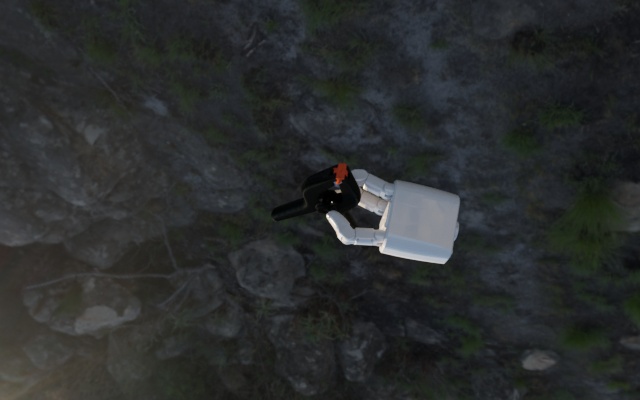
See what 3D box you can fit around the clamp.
[{"bbox_3d":[0.000,0.003,0.779,0.164,0.036,0.210,10,-29,0],"label":"clamp"}]
